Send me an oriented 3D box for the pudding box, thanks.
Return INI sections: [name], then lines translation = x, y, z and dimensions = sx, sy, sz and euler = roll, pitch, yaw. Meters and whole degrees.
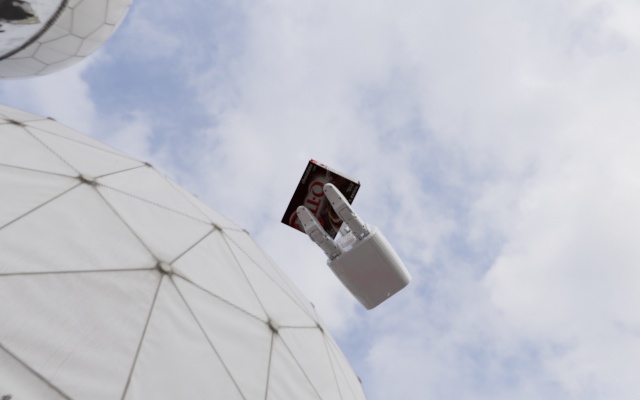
[pudding box]
translation = 0.000, 0.002, 0.757
dimensions = 0.090, 0.113, 0.039
euler = 25, 11, -3
